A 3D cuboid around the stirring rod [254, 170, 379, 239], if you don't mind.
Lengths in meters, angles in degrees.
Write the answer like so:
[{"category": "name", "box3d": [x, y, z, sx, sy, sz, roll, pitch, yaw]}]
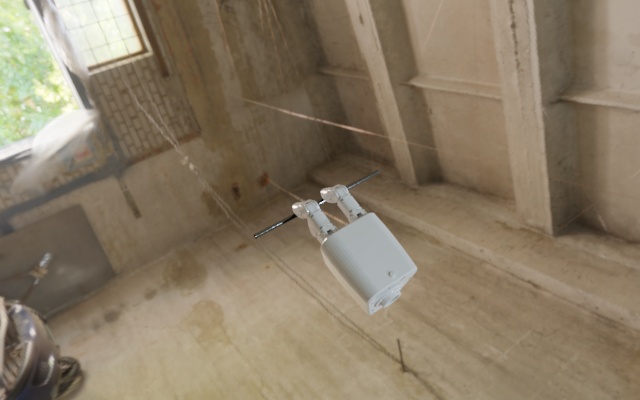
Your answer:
[{"category": "stirring rod", "box3d": [0.000, 0.003, 0.756, 0.239, 0.011, 0.011, -28, 12, -24]}]
